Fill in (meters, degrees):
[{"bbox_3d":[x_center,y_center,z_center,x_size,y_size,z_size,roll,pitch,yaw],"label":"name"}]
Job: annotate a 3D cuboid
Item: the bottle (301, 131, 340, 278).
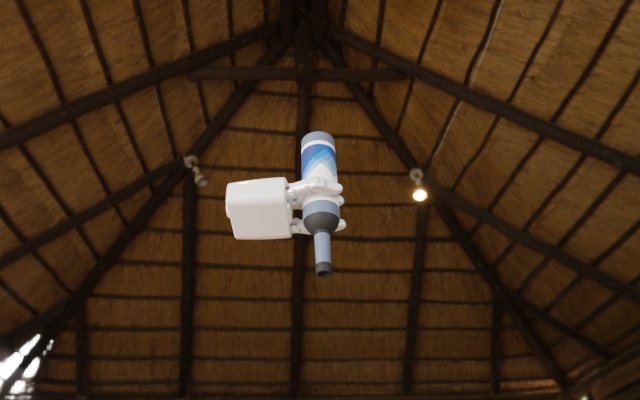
[{"bbox_3d":[0.000,0.003,0.874,0.069,0.295,0.069,-2,-36,-1],"label":"bottle"}]
